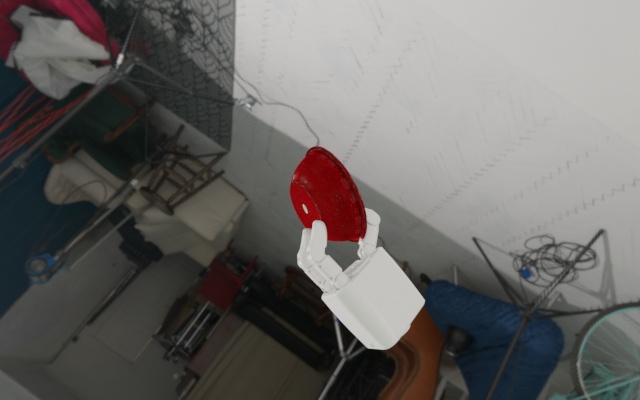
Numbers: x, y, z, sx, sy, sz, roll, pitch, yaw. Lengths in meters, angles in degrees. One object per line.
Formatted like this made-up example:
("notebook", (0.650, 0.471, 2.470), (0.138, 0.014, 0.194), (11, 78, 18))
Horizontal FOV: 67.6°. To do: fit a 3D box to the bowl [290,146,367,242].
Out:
("bowl", (-0.001, 0.002, 0.720), (0.055, 0.162, 0.162), (-27, 11, -22))
